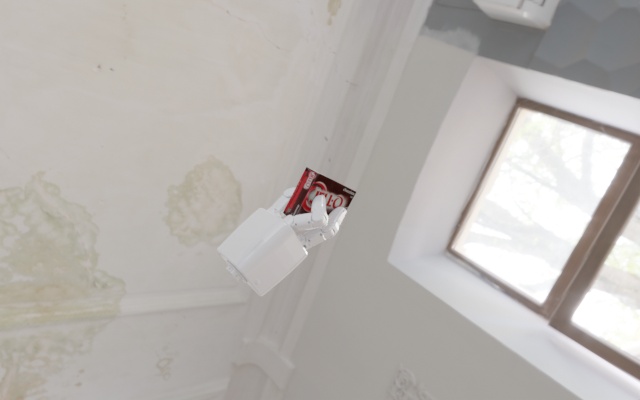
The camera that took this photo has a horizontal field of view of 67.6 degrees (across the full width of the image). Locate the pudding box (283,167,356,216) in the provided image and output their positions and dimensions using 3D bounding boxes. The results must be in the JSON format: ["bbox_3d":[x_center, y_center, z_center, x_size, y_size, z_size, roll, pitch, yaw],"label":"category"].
[{"bbox_3d":[0.000,0.003,0.826,0.039,0.090,0.113,32,7,40],"label":"pudding box"}]
